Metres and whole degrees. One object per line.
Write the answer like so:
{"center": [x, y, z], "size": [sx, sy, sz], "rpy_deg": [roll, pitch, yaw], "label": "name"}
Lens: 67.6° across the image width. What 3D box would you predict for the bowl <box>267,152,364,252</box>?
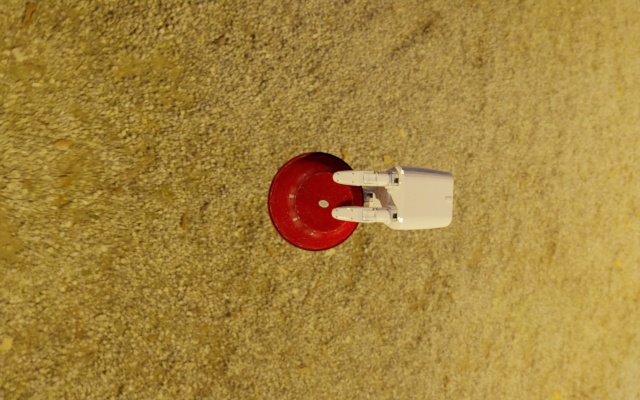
{"center": [-0.001, 0.003, 0.745], "size": [0.162, 0.162, 0.055], "rpy_deg": [0, 2, -14], "label": "bowl"}
